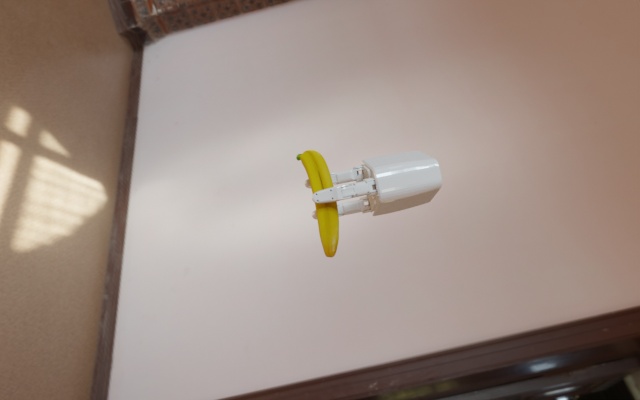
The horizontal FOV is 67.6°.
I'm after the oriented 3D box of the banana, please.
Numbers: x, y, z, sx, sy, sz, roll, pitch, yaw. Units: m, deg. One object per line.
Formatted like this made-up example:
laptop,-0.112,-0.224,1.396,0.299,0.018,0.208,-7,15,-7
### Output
banana,0.002,-0.009,0.774,0.037,0.197,0.070,-9,-25,-13
